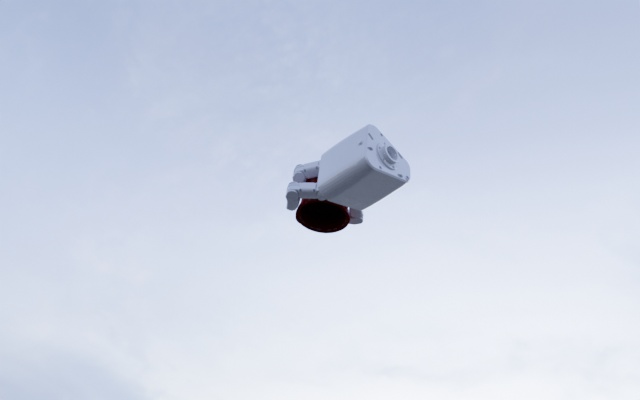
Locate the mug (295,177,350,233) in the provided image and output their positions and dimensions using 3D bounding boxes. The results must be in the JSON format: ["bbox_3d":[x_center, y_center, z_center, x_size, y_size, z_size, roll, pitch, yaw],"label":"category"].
[{"bbox_3d":[-0.001,0.003,0.842,0.093,0.081,0.117,34,-45,-29],"label":"mug"}]
